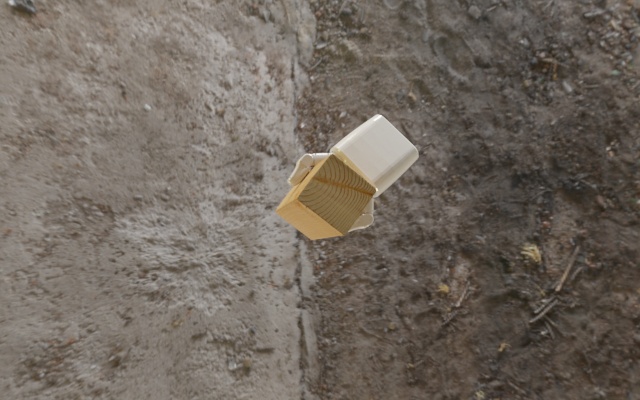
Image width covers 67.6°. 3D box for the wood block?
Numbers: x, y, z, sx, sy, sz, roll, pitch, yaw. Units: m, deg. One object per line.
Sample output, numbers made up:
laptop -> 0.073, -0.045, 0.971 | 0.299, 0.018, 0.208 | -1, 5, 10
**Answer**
wood block -> 0.000, 0.002, 0.792 | 0.091, 0.090, 0.206 | 38, -14, -7
